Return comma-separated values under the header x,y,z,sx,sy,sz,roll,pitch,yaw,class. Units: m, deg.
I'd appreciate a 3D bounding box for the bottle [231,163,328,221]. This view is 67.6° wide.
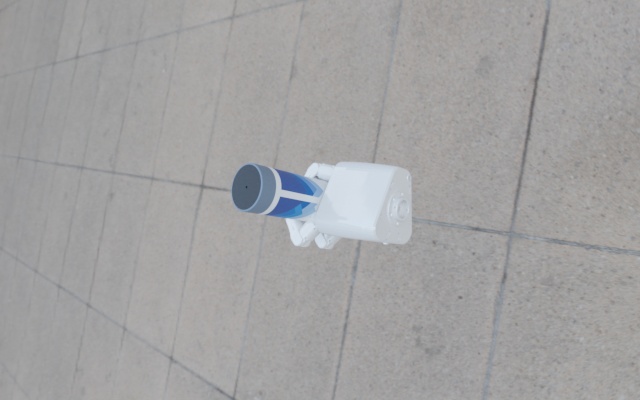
x,y,z,sx,sy,sz,roll,pitch,yaw,class
0.000,0.002,0.744,0.069,0.069,0.296,0,-8,43,bottle
